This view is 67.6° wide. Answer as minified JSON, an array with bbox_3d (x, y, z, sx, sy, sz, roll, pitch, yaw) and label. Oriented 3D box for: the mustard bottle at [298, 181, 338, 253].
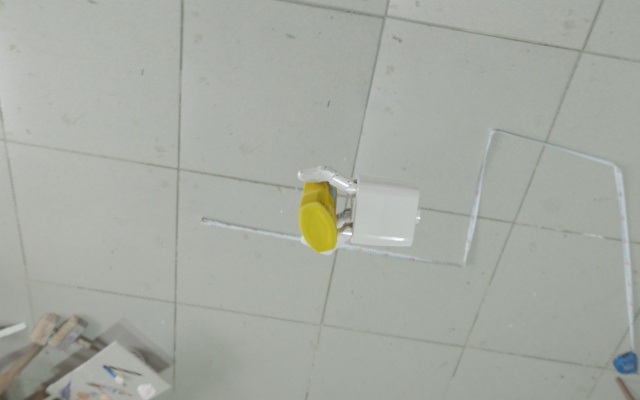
[{"bbox_3d":[0.000,0.003,0.844,0.058,0.096,0.191,-16,25,11],"label":"mustard bottle"}]
